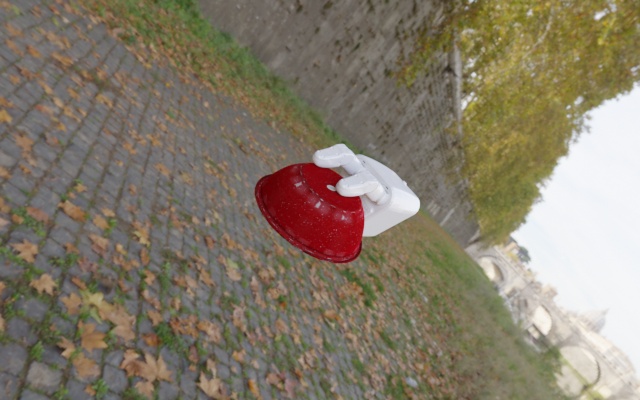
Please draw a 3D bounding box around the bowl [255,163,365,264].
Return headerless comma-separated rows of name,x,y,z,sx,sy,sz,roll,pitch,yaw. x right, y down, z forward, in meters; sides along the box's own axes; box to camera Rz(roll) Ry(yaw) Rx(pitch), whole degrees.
bowl,0.000,0.002,0.604,0.162,0.055,0.162,28,28,-16
